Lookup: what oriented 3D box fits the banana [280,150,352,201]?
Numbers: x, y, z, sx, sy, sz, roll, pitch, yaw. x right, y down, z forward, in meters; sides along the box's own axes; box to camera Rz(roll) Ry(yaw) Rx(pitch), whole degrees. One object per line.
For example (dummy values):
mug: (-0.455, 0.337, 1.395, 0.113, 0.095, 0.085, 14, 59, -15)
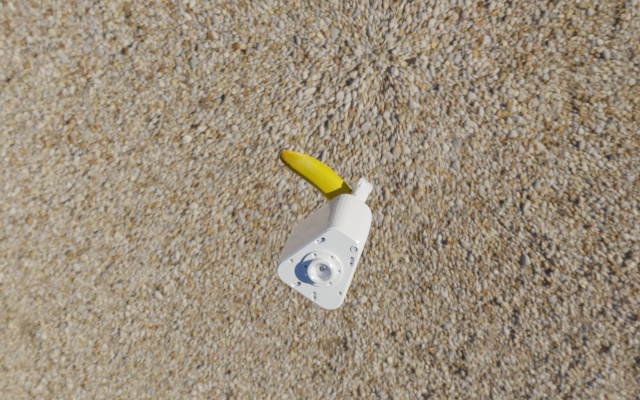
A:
banana: (0.017, -0.003, 0.715, 0.069, 0.198, 0.037, -28, 15, 25)
